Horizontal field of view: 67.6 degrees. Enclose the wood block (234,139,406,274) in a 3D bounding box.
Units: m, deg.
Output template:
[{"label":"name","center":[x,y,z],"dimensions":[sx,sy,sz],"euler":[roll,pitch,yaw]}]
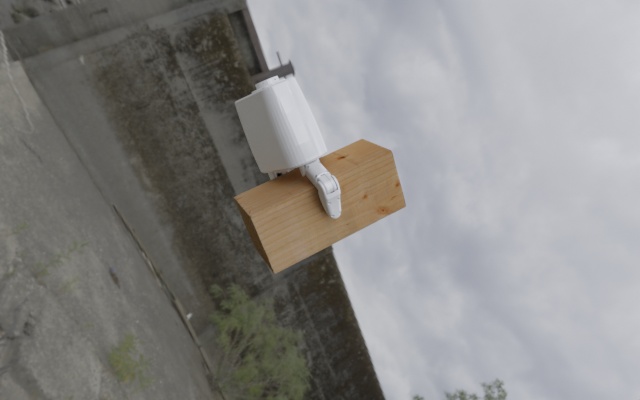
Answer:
[{"label":"wood block","center":[0.000,0.002,0.657],"dimensions":[0.206,0.090,0.090],"euler":[-26,26,-14]}]
